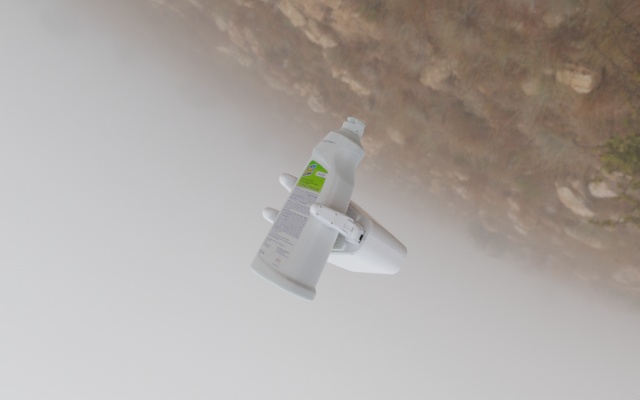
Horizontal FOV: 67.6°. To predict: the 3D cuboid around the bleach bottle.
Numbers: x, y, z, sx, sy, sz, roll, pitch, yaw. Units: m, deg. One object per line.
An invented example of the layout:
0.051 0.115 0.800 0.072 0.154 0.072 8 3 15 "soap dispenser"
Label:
0.000 0.002 0.653 0.102 0.251 0.068 20 -9 47 "bleach bottle"
